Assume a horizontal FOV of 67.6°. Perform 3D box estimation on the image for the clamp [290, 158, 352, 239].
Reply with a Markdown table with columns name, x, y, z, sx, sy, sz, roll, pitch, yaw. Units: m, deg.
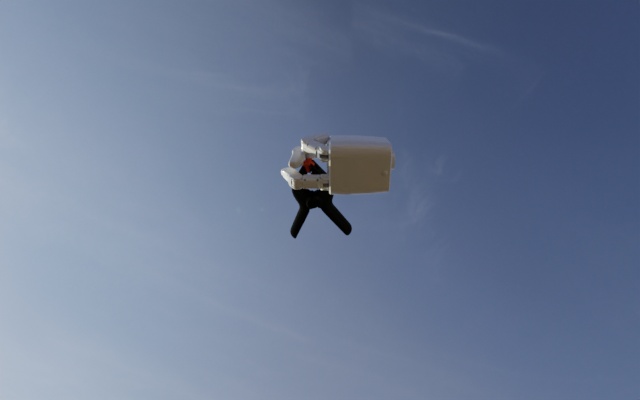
| name | x | y | z | sx | sy | sz | roll | pitch | yaw |
| --- | --- | --- | --- | --- | --- | --- | --- | --- | --- |
| clamp | 0.000 | 0.002 | 0.896 | 0.120 | 0.172 | 0.039 | 0 | 34 | 1 |
